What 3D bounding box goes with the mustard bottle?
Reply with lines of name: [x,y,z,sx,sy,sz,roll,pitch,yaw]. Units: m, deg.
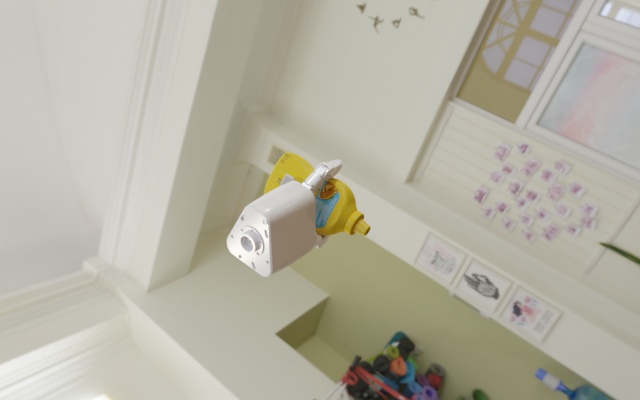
mustard bottle: [0.000,0.002,0.798,0.191,0.096,0.058,32,11,22]
